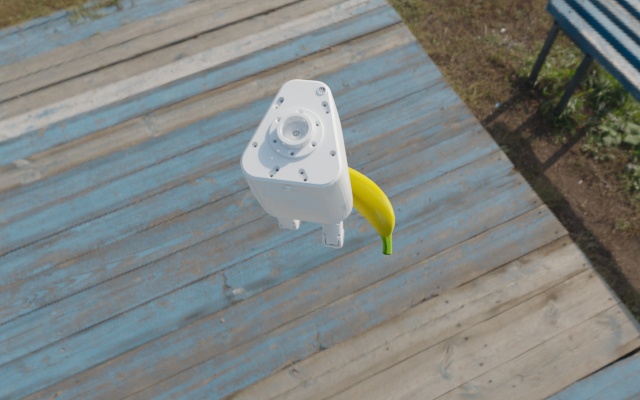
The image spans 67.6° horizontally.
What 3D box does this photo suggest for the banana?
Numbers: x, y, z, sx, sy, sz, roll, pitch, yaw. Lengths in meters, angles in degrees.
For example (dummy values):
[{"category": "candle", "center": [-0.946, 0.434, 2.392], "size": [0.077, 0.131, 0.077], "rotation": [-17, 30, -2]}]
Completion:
[{"category": "banana", "center": [0.012, -0.012, 0.571], "size": [0.198, 0.069, 0.037], "rotation": [30, -2, 12]}]
